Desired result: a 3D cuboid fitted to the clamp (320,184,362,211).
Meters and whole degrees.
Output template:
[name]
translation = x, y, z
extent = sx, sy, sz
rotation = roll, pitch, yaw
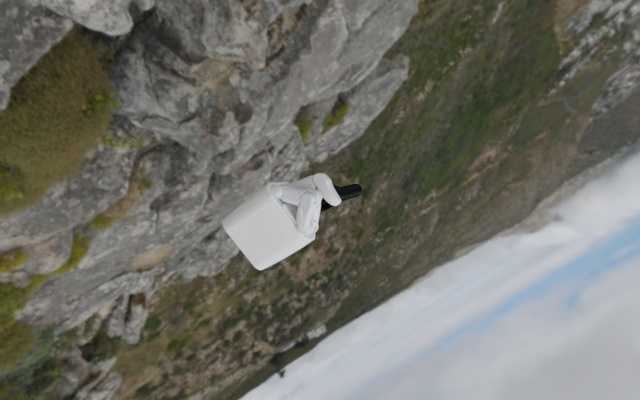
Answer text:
[clamp]
translation = 0.000, 0.003, 0.854
extent = 0.120, 0.039, 0.171
rotation = -32, -11, 20
